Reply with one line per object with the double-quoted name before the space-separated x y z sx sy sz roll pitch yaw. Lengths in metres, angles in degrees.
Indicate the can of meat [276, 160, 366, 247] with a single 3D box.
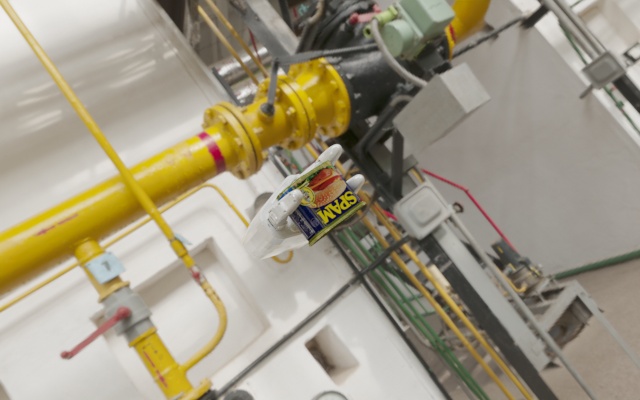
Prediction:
"can of meat" 0.000 0.002 0.677 0.102 0.084 0.057 -34 -7 -34
